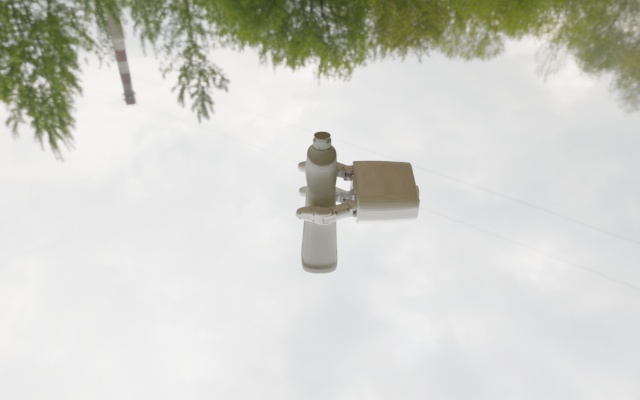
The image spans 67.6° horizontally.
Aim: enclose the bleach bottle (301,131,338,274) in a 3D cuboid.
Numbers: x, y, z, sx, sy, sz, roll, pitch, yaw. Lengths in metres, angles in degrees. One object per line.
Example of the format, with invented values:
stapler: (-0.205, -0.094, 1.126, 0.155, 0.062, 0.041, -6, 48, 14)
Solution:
bleach bottle: (0.000, 0.003, 0.829, 0.068, 0.251, 0.102, 0, 35, -3)
